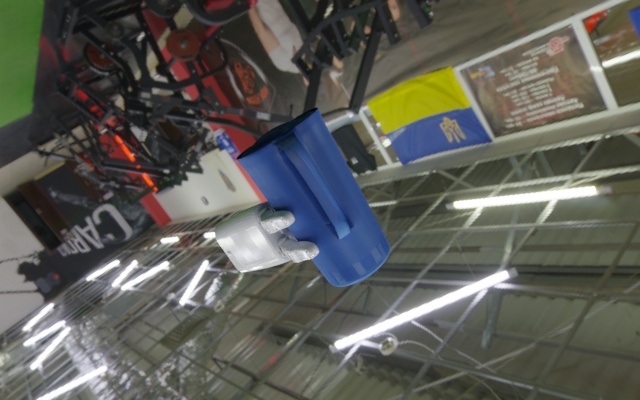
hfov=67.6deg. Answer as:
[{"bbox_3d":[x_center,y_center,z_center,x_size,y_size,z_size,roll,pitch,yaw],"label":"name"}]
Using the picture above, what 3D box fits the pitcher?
[{"bbox_3d":[0.000,0.002,0.677,0.145,0.243,0.149,-22,18,38],"label":"pitcher"}]
